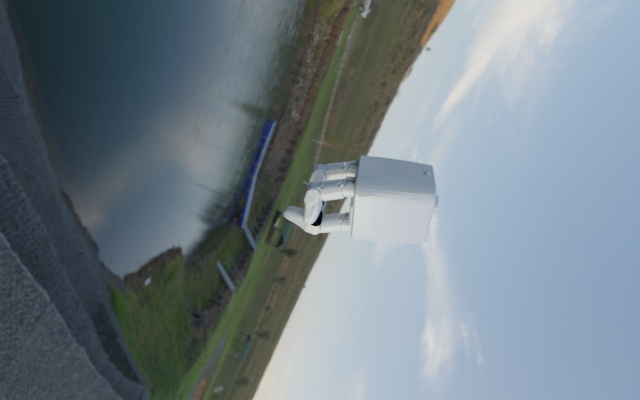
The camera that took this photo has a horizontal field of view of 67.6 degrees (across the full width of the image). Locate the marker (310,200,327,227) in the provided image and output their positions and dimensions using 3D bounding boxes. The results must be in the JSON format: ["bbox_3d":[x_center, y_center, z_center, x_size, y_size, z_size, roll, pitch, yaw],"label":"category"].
[{"bbox_3d":[0.000,0.002,0.722,0.020,0.020,0.121,0,29,9],"label":"marker"}]
